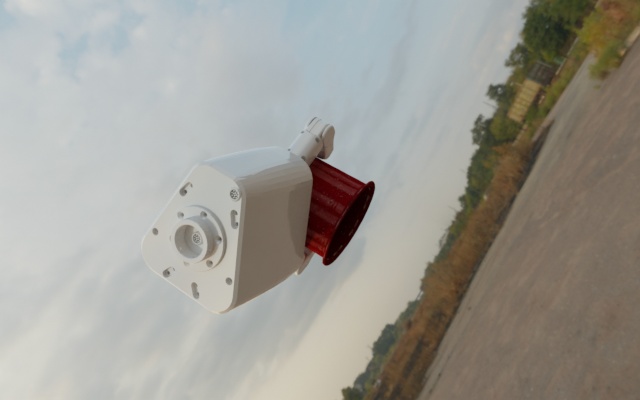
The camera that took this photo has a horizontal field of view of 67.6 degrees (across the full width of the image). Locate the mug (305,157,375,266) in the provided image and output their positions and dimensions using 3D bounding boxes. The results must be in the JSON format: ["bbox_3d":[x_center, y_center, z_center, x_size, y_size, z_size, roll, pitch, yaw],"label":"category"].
[{"bbox_3d":[0.001,0.001,0.480,0.081,0.093,0.117,30,20,16],"label":"mug"}]
